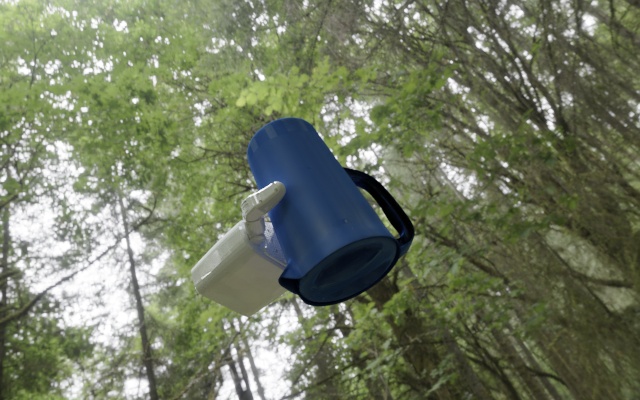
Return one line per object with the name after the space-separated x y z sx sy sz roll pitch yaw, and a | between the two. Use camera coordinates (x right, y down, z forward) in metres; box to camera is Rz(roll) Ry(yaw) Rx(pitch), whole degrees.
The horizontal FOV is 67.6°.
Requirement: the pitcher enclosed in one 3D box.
0.000 0.002 0.627 0.145 0.242 0.149 -41 -37 17 | pitcher
